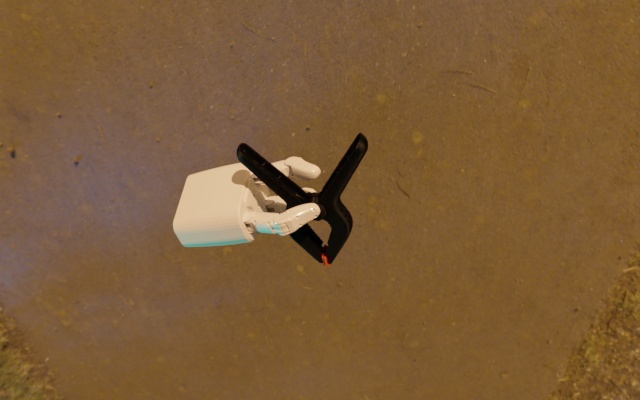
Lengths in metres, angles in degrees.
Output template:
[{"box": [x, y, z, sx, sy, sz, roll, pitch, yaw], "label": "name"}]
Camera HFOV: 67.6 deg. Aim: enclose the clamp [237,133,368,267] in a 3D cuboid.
[{"box": [0.000, 0.003, 0.630, 0.164, 0.210, 0.036, -8, 36, 18], "label": "clamp"}]
